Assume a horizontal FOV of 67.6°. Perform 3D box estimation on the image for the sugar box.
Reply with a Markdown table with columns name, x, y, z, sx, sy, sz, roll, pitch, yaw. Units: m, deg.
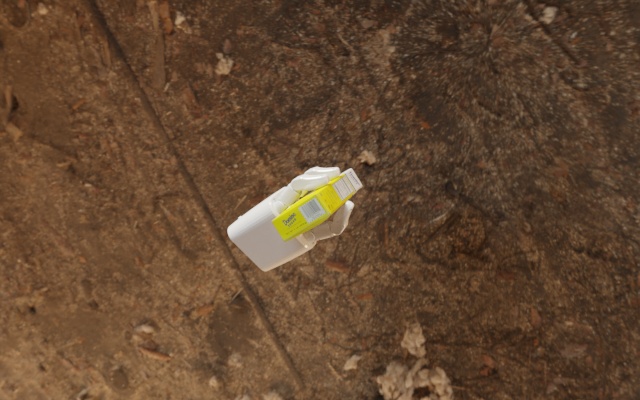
| name | x | y | z | sx | sy | sz | roll | pitch | yaw |
| --- | --- | --- | --- | --- | --- | --- | --- | --- | --- |
| sugar box | 0.000 | 0.002 | 0.783 | 0.093 | 0.048 | 0.176 | -31 | 6 | 25 |
